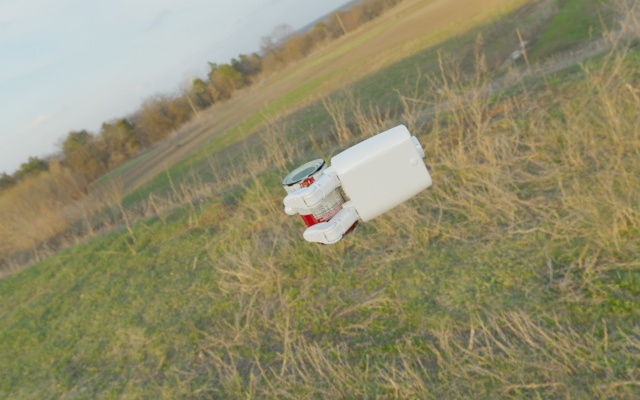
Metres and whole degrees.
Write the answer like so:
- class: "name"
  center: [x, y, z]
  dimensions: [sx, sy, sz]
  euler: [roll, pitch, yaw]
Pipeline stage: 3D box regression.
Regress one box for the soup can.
- class: "soup can"
  center: [0.000, 0.002, 0.664]
  dimensions: [0.068, 0.102, 0.068]
  euler: [-27, 18, 10]
